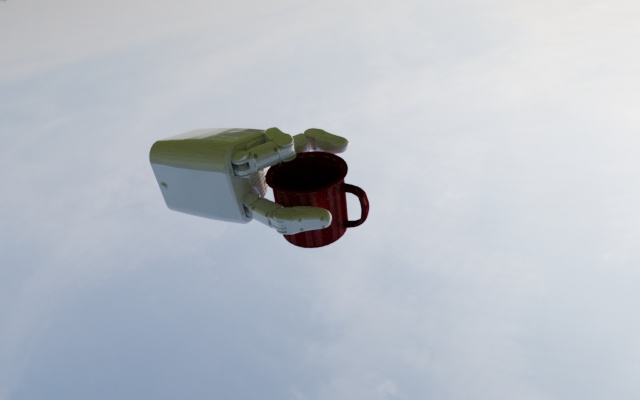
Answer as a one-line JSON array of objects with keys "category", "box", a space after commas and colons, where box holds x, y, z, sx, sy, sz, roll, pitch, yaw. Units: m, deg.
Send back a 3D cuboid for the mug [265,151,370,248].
[{"category": "mug", "box": [0.001, 0.002, 0.545, 0.117, 0.082, 0.093, 7, 36, 22]}]
